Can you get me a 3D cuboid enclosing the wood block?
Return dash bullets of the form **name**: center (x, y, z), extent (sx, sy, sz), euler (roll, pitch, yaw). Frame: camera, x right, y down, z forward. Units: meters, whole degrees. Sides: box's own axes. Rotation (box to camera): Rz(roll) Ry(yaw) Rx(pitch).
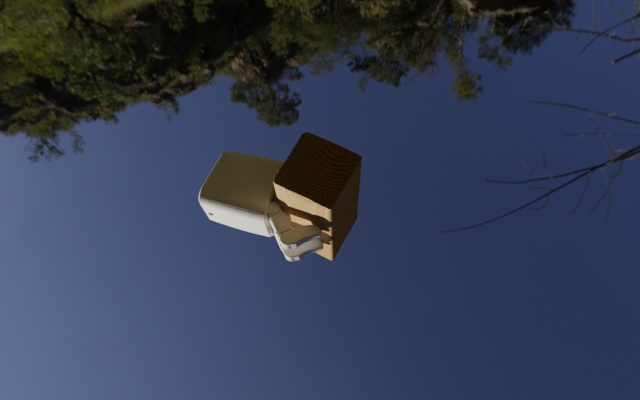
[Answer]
- **wood block**: center (0.000, 0.002, 0.714), extent (0.090, 0.090, 0.206), euler (25, -21, 13)
